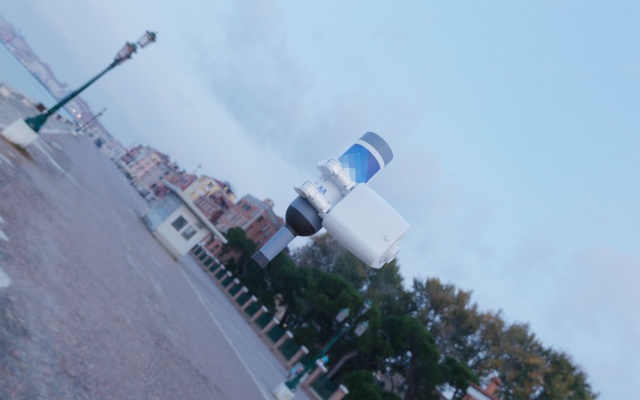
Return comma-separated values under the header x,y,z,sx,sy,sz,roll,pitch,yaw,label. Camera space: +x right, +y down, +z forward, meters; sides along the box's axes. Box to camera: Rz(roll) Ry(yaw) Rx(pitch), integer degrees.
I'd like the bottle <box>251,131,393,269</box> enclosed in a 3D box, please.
x,y,z,sx,sy,sz,roll,pitch,yaw,label
0.000,0.002,0.803,0.295,0.069,0.069,-44,13,-14,bottle
